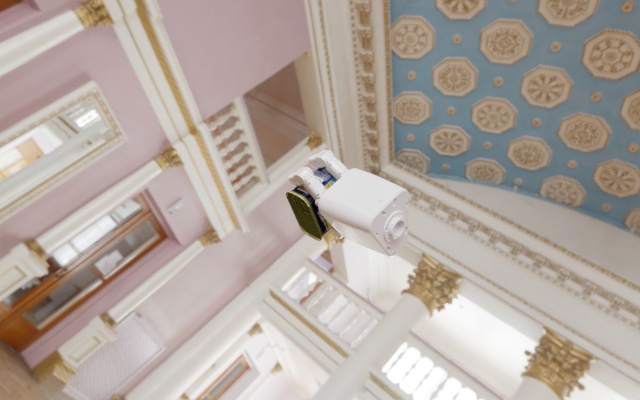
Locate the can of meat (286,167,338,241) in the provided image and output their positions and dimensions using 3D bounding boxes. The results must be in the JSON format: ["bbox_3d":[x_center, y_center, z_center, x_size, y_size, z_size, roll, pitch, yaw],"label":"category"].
[{"bbox_3d":[0.000,0.003,0.810,0.084,0.102,0.057,-41,41,-24],"label":"can of meat"}]
